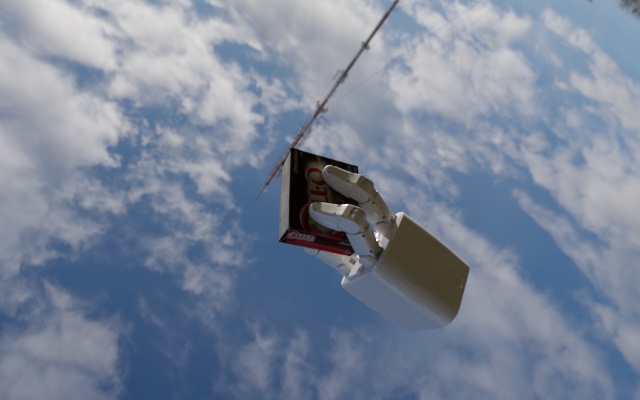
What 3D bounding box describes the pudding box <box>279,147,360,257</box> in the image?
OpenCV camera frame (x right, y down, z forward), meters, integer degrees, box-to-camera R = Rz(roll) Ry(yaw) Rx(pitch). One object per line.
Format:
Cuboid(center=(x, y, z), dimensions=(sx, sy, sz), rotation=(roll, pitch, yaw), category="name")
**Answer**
Cuboid(center=(0.000, 0.002, 0.548), dimensions=(0.090, 0.113, 0.039), rotation=(14, -39, -22), category="pudding box")
